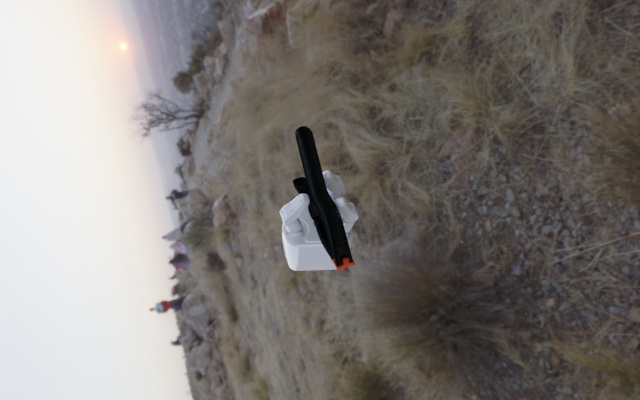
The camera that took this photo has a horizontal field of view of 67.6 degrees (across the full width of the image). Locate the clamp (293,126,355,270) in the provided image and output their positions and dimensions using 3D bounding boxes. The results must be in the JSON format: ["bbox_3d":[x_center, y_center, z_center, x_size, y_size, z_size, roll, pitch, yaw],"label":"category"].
[{"bbox_3d":[0.000,0.003,0.721,0.036,0.210,0.165,-17,-31,-12],"label":"clamp"}]
